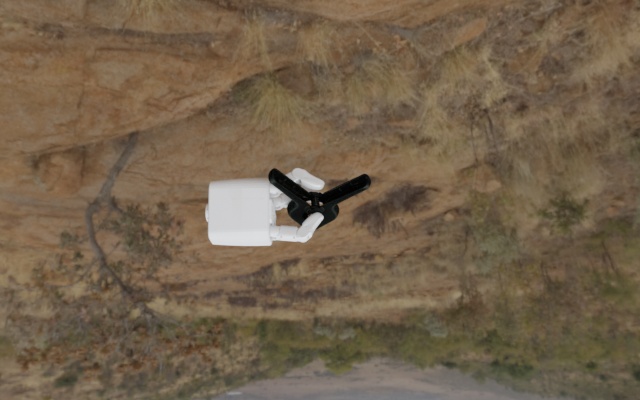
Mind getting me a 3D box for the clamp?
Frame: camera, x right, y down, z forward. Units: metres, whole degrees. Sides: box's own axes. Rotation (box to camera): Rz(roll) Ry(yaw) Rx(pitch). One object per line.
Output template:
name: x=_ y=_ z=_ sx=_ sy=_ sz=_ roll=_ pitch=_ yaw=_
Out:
clamp: x=0.000 y=0.004 z=0.841 sx=0.164 sy=0.036 sz=0.210 roll=1 pitch=-26 yaw=1
